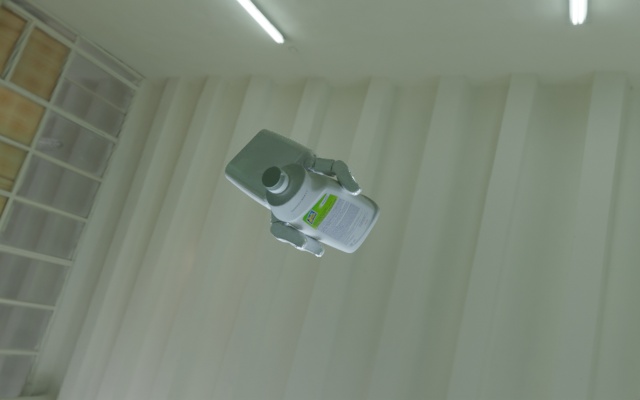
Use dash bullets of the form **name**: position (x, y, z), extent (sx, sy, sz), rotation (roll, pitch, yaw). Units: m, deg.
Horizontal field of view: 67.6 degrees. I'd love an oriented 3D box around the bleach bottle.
- **bleach bottle**: position (0.000, 0.002, 0.697), extent (0.068, 0.102, 0.251), rotation (30, -2, 33)
